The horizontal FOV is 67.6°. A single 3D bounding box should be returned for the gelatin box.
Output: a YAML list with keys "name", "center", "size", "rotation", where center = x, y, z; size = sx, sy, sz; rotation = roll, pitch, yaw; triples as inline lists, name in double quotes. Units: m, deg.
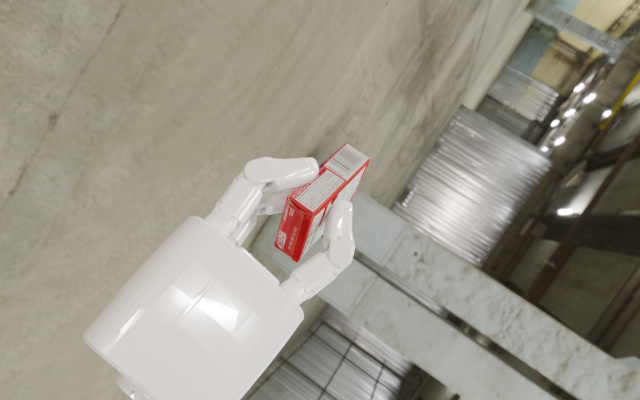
- name: "gelatin box"
  center: [0.001, 0.001, 0.419]
  size: [0.030, 0.073, 0.089]
  rotation: [36, 54, 12]
